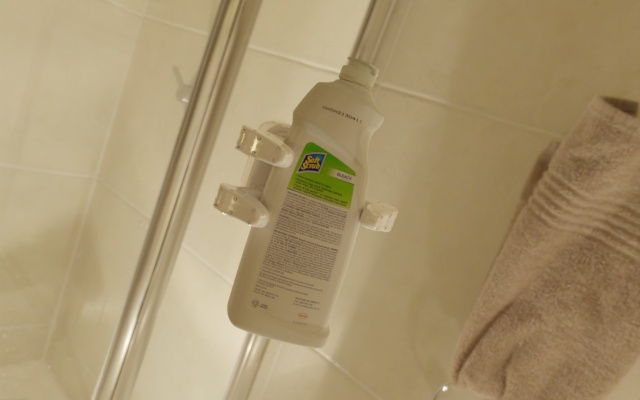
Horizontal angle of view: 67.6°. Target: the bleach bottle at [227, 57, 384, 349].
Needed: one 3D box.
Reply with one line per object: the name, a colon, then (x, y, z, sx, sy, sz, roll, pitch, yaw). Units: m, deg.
bleach bottle: (0.000, 0.001, 0.428, 0.102, 0.251, 0.068, 18, 10, -16)
